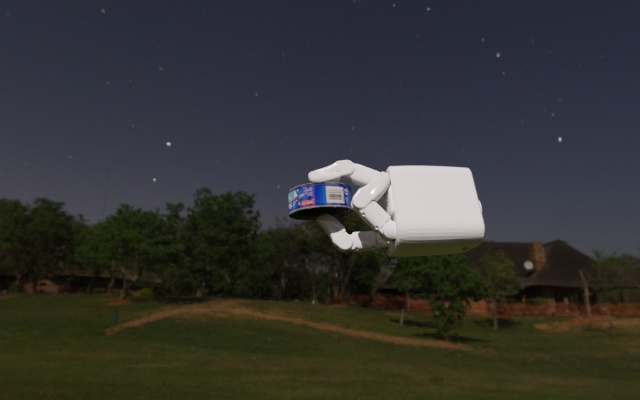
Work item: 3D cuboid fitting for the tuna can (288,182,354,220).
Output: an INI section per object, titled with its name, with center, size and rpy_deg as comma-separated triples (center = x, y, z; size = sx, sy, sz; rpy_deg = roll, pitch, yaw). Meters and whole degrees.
[tuna can]
center = 0.000, 0.002, 0.635
size = 0.086, 0.033, 0.086
rpy_deg = -4, -13, -1
